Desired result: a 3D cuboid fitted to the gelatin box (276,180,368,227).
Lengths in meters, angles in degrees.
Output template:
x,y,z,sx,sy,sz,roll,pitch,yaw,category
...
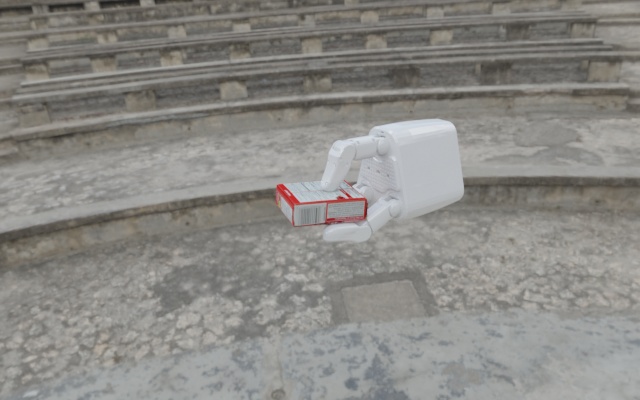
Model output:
x,y,z,sx,sy,sz,roll,pitch,yaw,category
0.000,0.001,0.554,0.089,0.030,0.073,-5,21,-20,gelatin box
